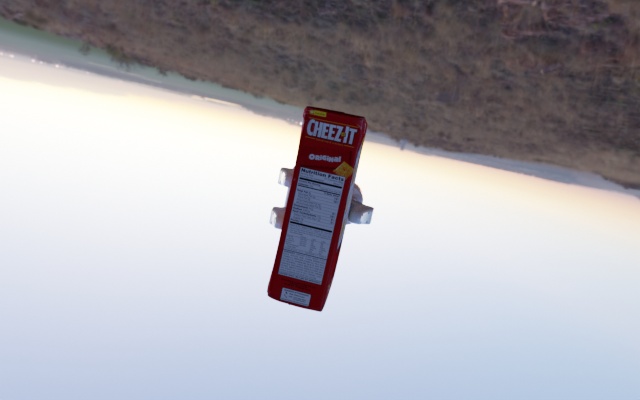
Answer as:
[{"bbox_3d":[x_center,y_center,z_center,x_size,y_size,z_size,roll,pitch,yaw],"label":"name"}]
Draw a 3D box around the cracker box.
[{"bbox_3d":[0.000,0.002,0.576,0.072,0.214,0.164,13,8,4],"label":"cracker box"}]
